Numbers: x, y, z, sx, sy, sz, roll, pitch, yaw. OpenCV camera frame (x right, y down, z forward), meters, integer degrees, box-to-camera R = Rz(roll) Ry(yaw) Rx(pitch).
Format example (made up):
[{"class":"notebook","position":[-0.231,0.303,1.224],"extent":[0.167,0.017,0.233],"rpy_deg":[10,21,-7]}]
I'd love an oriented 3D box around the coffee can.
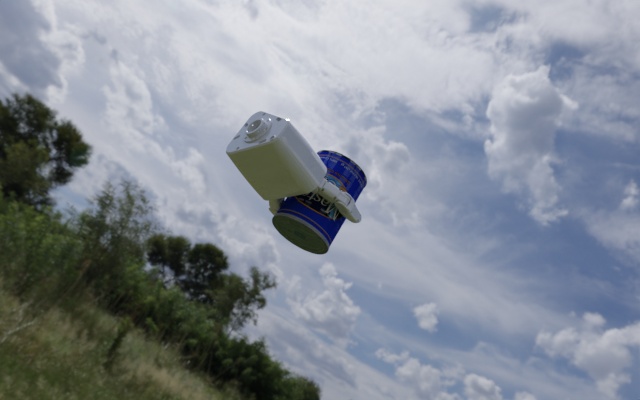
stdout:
[{"class":"coffee can","position":[0.000,0.003,0.784],"extent":[0.103,0.140,0.103],"rpy_deg":[26,-25,13]}]
